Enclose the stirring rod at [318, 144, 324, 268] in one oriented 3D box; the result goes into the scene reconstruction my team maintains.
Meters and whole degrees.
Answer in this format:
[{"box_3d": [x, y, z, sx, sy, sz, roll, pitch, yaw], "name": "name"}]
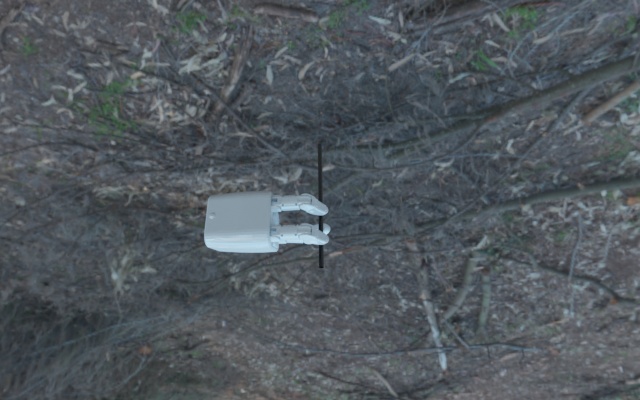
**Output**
[{"box_3d": [0.000, 0.003, 0.832, 0.011, 0.239, 0.011, -1, -28, 0], "name": "stirring rod"}]
